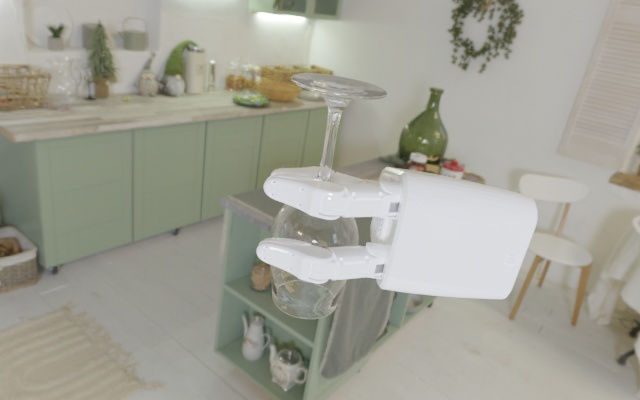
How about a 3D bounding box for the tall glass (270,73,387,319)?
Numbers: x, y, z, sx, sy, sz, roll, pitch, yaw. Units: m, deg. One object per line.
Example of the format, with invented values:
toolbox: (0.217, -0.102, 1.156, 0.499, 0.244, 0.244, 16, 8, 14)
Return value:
tall glass: (0.000, 0.001, 0.405, 0.079, 0.201, 0.079, 8, 24, -4)
